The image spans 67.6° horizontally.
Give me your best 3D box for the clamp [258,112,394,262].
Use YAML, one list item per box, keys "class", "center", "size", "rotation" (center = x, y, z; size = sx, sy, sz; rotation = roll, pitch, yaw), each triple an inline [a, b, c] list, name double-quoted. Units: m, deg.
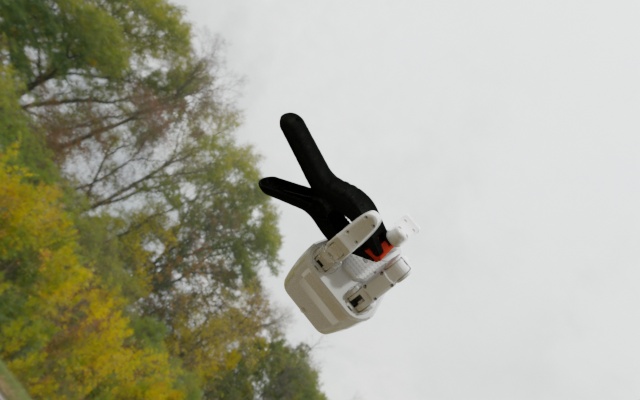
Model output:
- class: "clamp"
  center: [0.001, 0.001, 0.503]
  size: [0.039, 0.171, 0.120]
  rotation: [-36, -8, -31]
